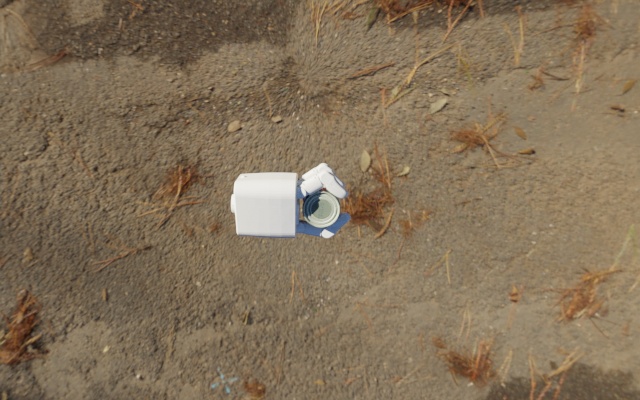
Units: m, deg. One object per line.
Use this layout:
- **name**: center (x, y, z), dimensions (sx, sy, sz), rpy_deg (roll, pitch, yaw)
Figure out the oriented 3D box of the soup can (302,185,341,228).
- **soup can**: center (0.001, 0.003, 0.864), dimensions (0.068, 0.068, 0.102), rpy_deg (0, 15, -1)
